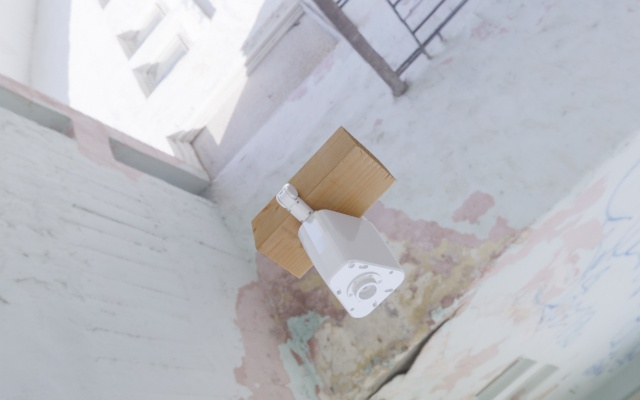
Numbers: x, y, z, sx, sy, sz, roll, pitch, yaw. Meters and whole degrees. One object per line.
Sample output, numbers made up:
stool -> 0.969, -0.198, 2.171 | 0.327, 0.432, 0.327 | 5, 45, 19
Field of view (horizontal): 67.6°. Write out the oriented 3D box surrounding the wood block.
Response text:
wood block -> 0.000, 0.002, 0.714 | 0.091, 0.206, 0.090 | 39, 12, -26
